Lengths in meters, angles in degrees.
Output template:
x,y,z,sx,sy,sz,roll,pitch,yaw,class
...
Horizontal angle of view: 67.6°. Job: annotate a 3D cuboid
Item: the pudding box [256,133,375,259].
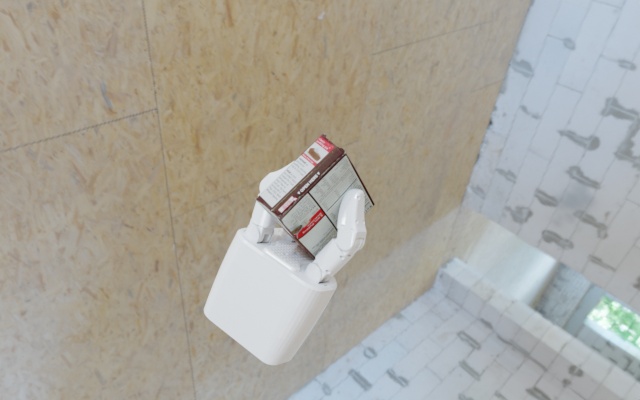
x,y,z,sx,sy,sz,roll,pitch,yaw,class
0.000,0.002,0.475,0.039,0.090,0.113,41,-7,32,pudding box
